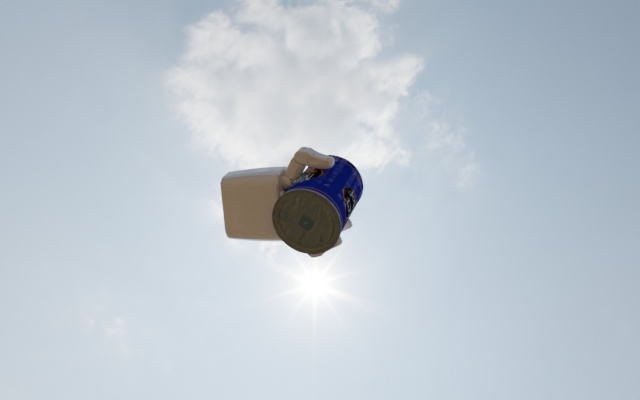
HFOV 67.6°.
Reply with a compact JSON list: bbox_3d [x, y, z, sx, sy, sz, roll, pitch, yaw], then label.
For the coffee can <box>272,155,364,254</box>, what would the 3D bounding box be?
[{"bbox_3d":[0.000,0.002,0.727,0.103,0.103,0.140,0,25,20],"label":"coffee can"}]
